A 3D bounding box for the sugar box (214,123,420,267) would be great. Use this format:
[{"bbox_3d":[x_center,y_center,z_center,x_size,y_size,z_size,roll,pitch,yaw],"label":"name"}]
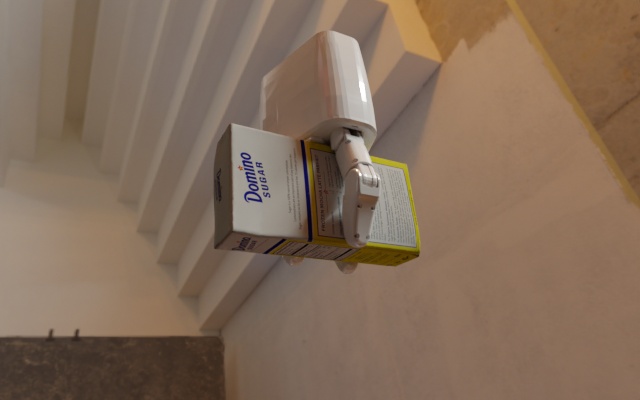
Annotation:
[{"bbox_3d":[0.000,0.001,0.403,0.176,0.093,0.048,9,-28,-27],"label":"sugar box"}]
